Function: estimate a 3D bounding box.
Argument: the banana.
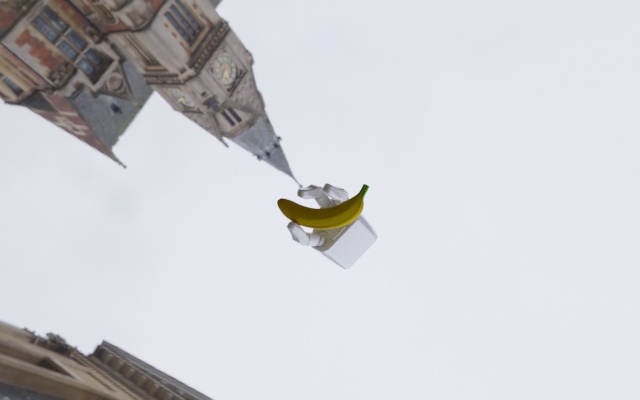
[{"bbox_3d":[0.001,0.019,0.856,0.198,0.069,0.037,-8,-29,31],"label":"banana"}]
